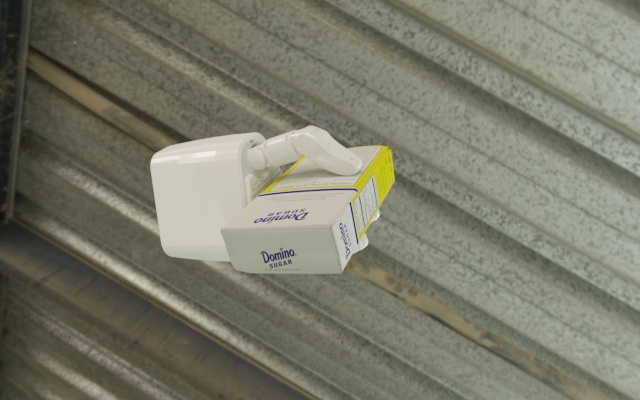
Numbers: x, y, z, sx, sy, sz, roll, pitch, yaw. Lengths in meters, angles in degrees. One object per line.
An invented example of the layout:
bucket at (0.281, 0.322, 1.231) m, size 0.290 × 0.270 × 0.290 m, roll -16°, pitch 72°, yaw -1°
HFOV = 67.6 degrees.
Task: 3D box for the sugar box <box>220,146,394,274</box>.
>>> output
sugar box at (0.000, 0.002, 0.416) m, size 0.093 × 0.048 × 0.176 m, roll -3°, pitch 25°, yaw 24°
